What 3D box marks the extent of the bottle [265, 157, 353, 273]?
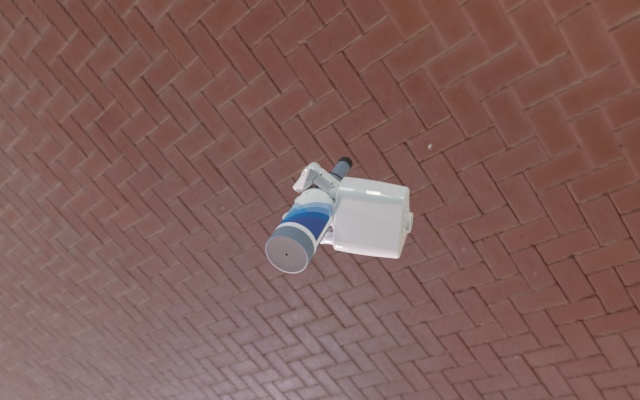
[{"bbox_3d":[0.000,0.003,0.786,0.069,0.069,0.295,0,30,22],"label":"bottle"}]
